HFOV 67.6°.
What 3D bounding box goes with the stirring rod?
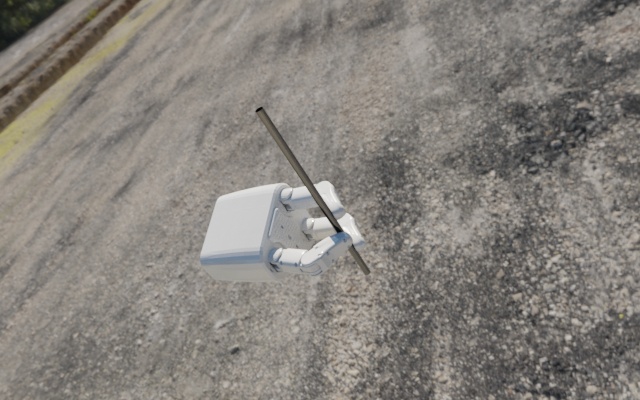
[{"bbox_3d":[0.000,0.002,0.495,0.011,0.011,0.240,0,-44,39],"label":"stirring rod"}]
